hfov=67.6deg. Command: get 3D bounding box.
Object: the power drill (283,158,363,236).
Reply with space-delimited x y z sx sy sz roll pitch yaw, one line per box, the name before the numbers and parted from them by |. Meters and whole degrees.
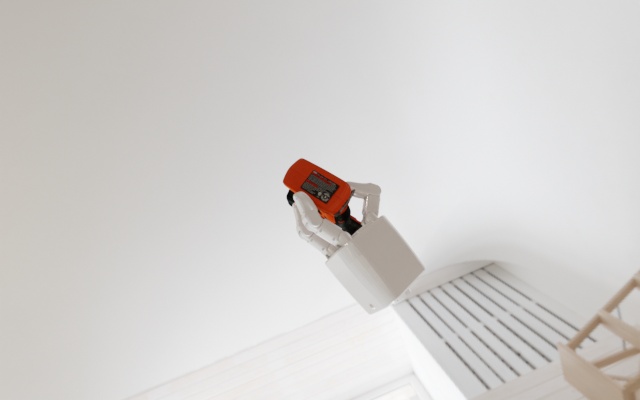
power drill | 0.000 0.003 0.793 0.184 0.057 0.188 30 -12 22
